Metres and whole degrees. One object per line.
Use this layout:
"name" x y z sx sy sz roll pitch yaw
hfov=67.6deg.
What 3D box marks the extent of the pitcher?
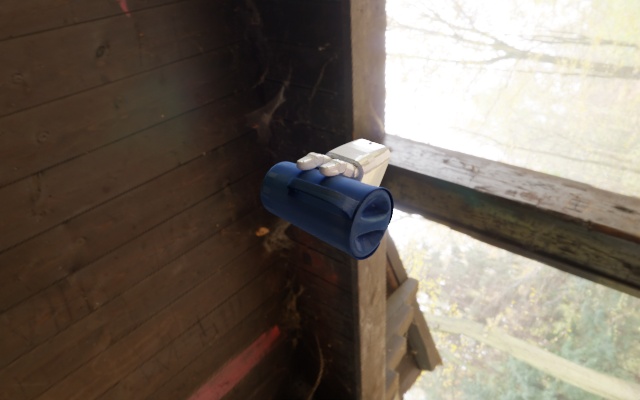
"pitcher" 0.000 0.003 0.888 0.242 0.149 0.145 21 36 35
